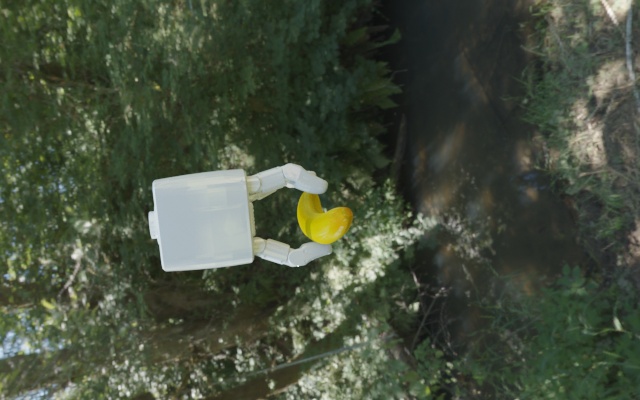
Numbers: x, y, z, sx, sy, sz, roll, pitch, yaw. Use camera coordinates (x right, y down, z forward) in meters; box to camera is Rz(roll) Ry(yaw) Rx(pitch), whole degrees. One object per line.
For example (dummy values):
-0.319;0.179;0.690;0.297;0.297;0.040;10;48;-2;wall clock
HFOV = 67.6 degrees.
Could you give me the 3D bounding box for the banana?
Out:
-0.002;0.019;0.607;0.037;0.070;0.197;0;15;-15;banana
